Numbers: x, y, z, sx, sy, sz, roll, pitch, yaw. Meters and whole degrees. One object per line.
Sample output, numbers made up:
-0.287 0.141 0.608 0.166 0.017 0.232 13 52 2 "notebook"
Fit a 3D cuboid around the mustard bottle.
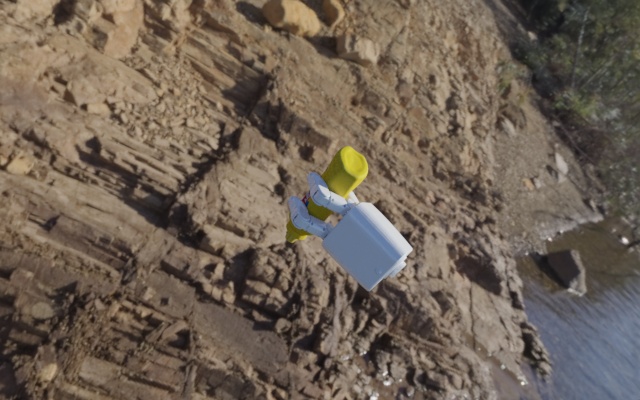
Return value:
0.000 0.002 0.791 0.058 0.192 0.096 34 28 -10 "mustard bottle"
